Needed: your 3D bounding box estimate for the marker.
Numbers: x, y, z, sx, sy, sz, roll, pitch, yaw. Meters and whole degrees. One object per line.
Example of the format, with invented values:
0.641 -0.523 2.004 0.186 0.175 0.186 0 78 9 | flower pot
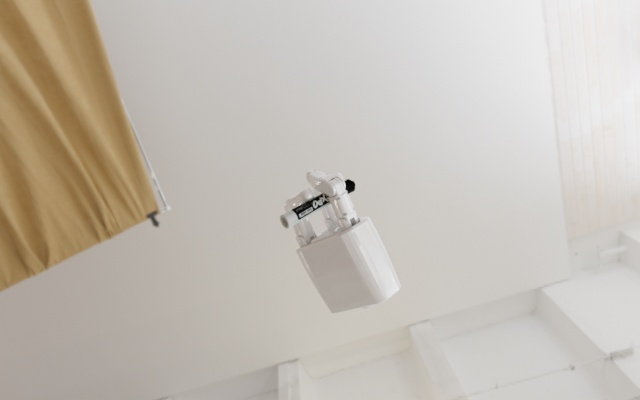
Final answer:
0.000 0.002 0.619 0.121 0.020 0.020 -29 16 -32 | marker
